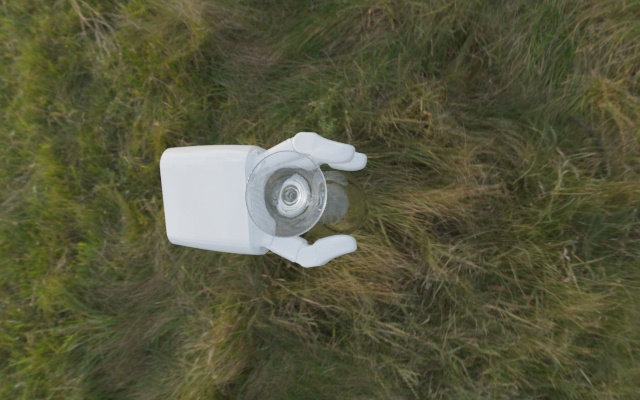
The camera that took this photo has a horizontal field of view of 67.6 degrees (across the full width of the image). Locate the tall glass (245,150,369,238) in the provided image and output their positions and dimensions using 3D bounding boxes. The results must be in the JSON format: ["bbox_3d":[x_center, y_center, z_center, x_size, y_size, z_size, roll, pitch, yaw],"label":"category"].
[{"bbox_3d":[0.000,0.002,0.494,0.079,0.079,0.201,0,-4,18],"label":"tall glass"}]
